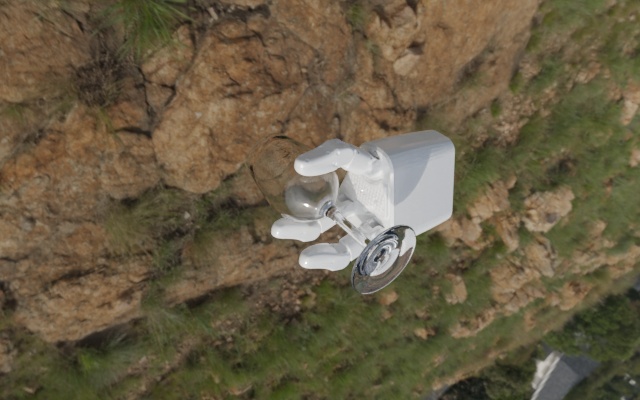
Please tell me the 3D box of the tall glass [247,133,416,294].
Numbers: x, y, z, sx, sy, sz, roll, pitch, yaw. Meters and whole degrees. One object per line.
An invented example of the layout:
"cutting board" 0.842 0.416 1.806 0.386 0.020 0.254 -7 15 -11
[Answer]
"tall glass" 0.000 0.002 0.482 0.079 0.079 0.201 0 31 -42
